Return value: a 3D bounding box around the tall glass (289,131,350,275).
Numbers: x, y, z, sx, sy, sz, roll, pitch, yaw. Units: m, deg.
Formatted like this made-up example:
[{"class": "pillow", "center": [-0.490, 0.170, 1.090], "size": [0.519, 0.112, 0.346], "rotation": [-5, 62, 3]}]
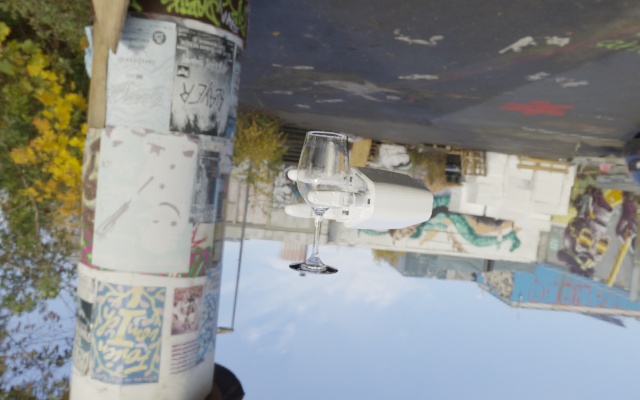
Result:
[{"class": "tall glass", "center": [0.000, 0.003, 0.702], "size": [0.079, 0.201, 0.079], "rotation": [6, 3, 0]}]
